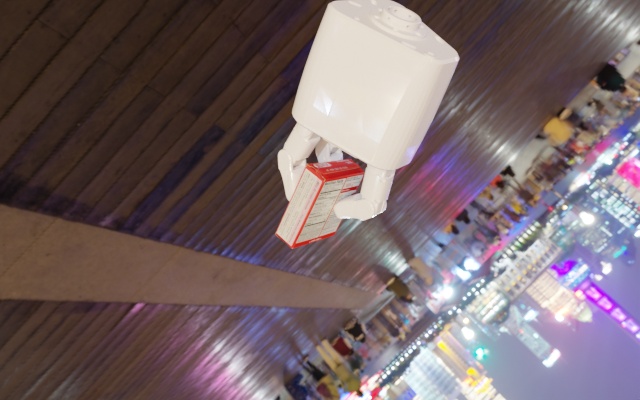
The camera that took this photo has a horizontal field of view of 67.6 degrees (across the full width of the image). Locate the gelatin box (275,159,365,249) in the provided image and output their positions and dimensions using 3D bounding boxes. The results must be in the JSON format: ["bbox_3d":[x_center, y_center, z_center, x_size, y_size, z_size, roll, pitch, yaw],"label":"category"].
[{"bbox_3d":[0.000,0.002,0.496,0.030,0.089,0.073,39,29,26],"label":"gelatin box"}]
